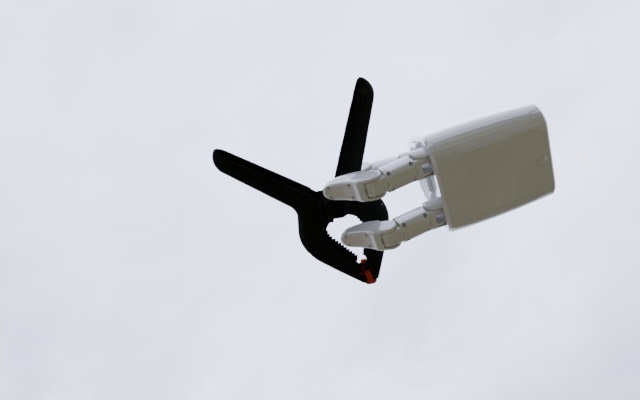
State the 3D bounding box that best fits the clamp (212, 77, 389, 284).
[{"bbox_3d":[0.000,0.002,0.482,0.164,0.210,0.036,-18,24,5],"label":"clamp"}]
